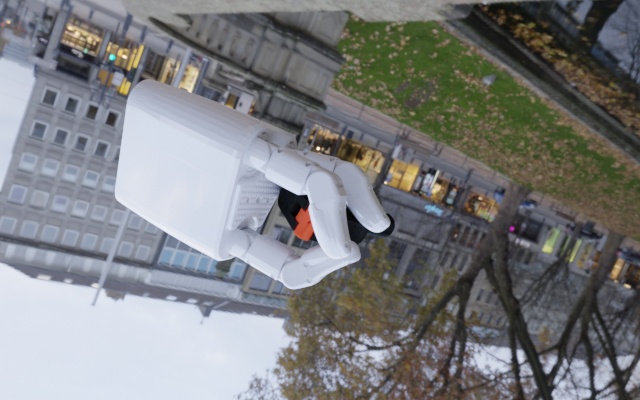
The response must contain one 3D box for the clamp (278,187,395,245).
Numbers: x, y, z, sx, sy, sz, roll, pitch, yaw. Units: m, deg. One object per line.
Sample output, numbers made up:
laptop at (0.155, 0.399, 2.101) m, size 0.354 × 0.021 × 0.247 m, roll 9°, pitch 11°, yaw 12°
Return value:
clamp at (0.000, 0.002, 0.422) m, size 0.120 × 0.039 × 0.171 m, roll 26°, pitch 7°, yaw 16°
